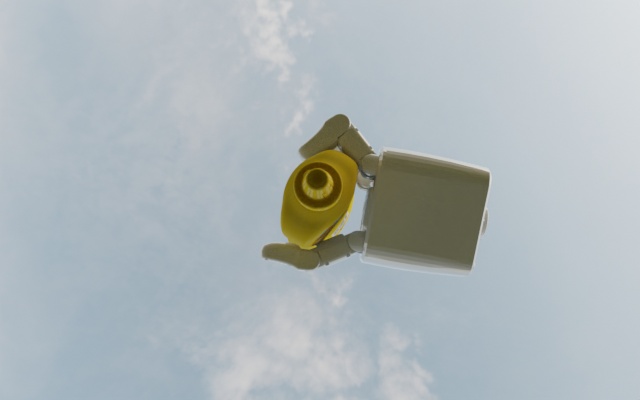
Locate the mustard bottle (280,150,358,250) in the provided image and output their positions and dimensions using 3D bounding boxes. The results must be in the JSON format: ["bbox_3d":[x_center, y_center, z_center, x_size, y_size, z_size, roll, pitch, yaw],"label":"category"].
[{"bbox_3d":[0.000,0.001,0.467,0.058,0.096,0.192,34,-8,7],"label":"mustard bottle"}]
